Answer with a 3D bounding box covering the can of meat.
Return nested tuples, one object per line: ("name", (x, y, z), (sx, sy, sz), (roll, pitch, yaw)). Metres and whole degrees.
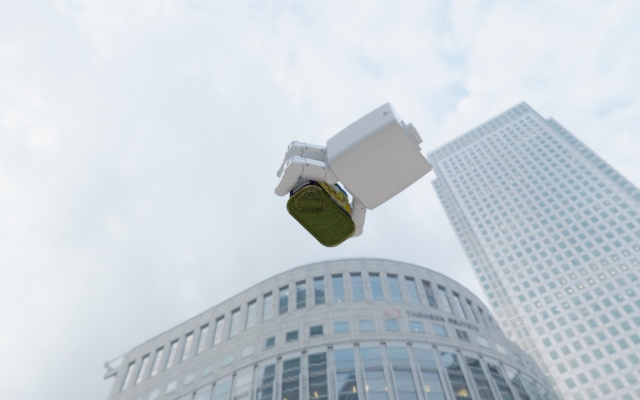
("can of meat", (0.000, 0.002, 0.674), (0.057, 0.102, 0.084), (-36, 26, 18))
